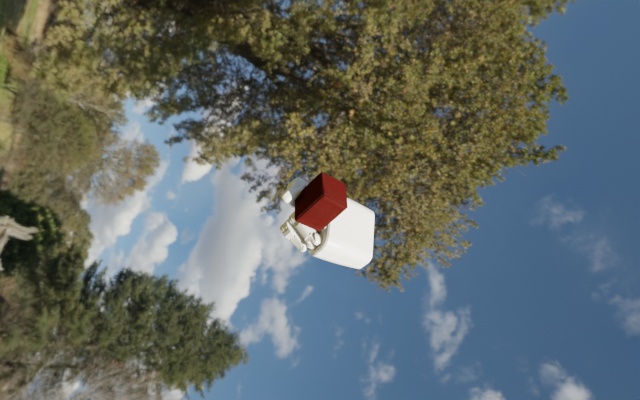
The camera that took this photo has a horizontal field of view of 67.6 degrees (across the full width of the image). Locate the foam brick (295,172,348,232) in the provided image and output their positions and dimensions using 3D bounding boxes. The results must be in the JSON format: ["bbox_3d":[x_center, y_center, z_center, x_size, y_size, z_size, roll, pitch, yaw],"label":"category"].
[{"bbox_3d":[0.000,0.002,0.771,0.051,0.053,0.078,25,-48,-27],"label":"foam brick"}]
